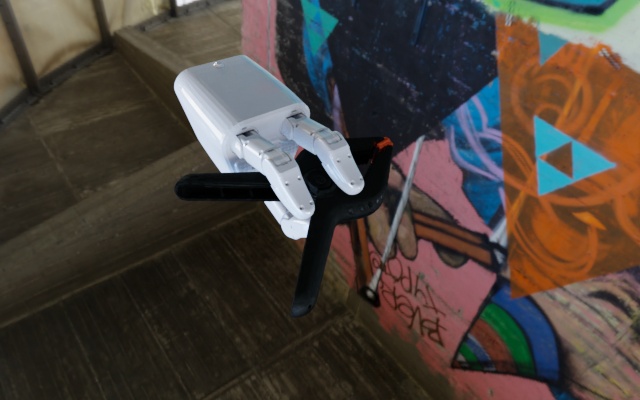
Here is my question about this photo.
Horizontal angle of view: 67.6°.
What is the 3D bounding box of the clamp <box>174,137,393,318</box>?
[{"bbox_3d":[0.000,0.002,0.434,0.210,0.164,0.036,-26,-30,-29],"label":"clamp"}]
